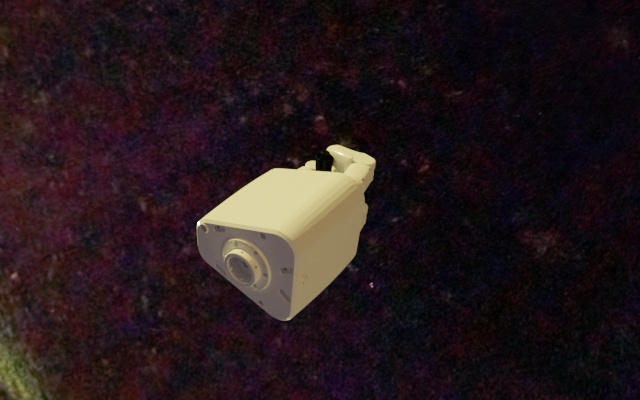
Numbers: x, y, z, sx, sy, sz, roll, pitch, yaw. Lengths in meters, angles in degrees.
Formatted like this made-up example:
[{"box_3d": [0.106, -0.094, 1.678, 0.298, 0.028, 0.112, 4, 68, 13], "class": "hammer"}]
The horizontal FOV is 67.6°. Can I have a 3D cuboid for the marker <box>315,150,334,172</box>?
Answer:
[{"box_3d": [0.000, 0.002, 0.514, 0.020, 0.121, 0.020, 4, 33, -2], "class": "marker"}]
